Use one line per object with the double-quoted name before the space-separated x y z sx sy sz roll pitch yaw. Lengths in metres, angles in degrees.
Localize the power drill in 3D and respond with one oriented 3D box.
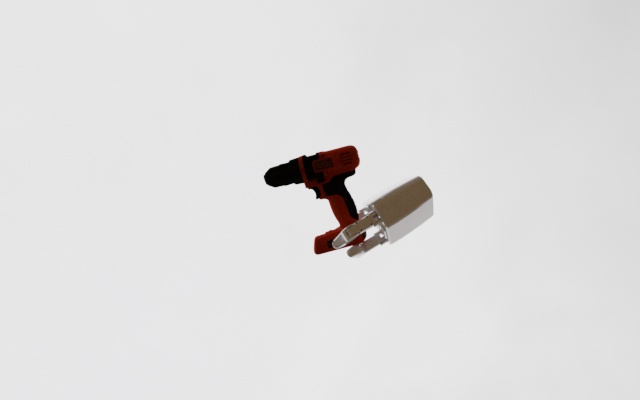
"power drill" 0.001 0.003 0.900 0.184 0.187 0.057 -15 6 8
